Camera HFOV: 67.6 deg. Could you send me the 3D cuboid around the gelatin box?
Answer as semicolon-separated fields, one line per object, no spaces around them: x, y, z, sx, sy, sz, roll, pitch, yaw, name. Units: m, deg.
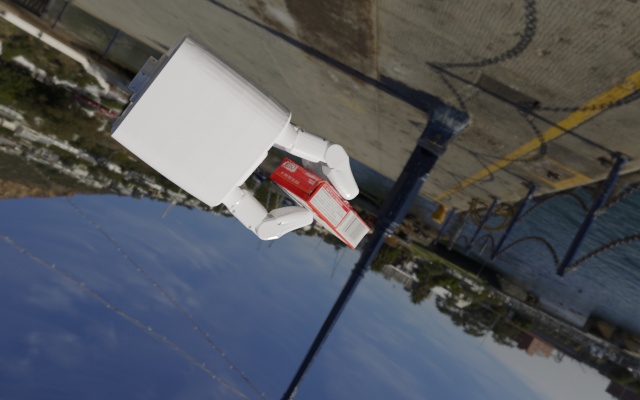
0.000;0.002;0.480;0.089;0.030;0.073;46;-8;-38;gelatin box
